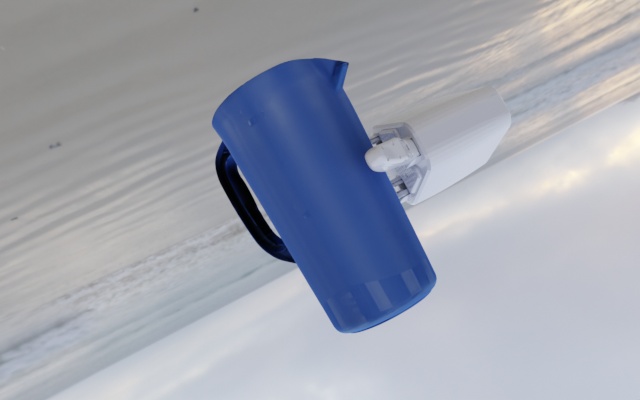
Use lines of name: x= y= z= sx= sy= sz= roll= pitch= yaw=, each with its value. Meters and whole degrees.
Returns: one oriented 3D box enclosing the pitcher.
pitcher: x=0.000 y=0.001 z=0.466 sx=0.145 sy=0.243 sz=0.149 roll=-27 pitch=-6 yaw=-15
